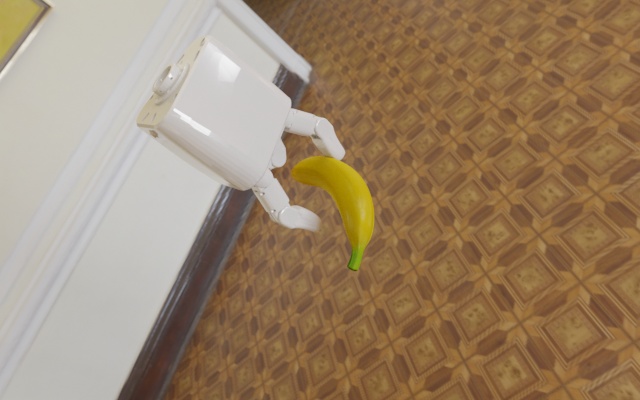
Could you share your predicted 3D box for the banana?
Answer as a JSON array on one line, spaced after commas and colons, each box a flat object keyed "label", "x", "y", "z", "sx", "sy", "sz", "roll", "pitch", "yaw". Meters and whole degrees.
[{"label": "banana", "x": 0.014, "y": -0.010, "z": 0.527, "sx": 0.037, "sy": 0.069, "sz": 0.197, "roll": 35, "pitch": 14, "yaw": -35}]
